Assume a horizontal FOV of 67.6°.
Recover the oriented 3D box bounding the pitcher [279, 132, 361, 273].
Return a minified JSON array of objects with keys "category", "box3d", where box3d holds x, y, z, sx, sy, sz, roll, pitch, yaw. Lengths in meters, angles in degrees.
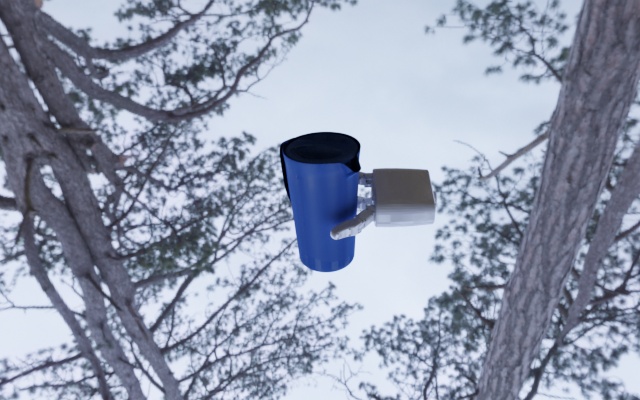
[{"category":"pitcher","box3d":[0.000,0.003,0.872,0.145,0.243,0.149,-2,31,0]}]
